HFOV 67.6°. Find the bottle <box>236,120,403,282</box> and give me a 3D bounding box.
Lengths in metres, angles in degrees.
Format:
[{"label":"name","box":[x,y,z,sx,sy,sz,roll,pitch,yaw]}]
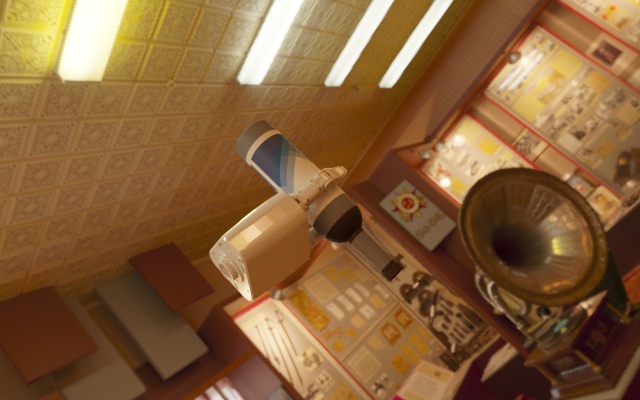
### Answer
[{"label":"bottle","box":[0.000,0.002,0.682,0.295,0.069,0.069,44,14,15]}]
